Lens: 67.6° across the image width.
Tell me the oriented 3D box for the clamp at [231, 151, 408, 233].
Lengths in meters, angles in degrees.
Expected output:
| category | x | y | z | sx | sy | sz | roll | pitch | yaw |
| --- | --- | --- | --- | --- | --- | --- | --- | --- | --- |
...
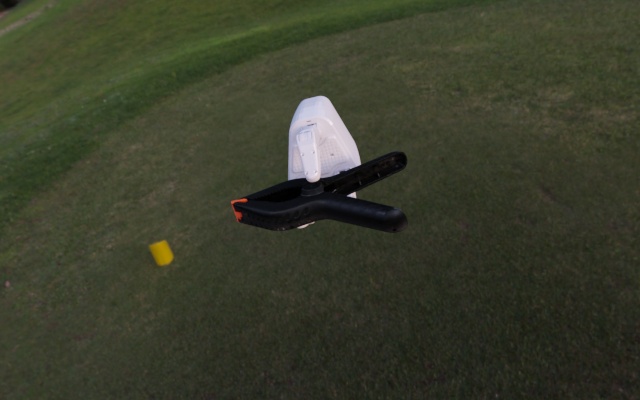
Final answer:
| category | x | y | z | sx | sy | sz | roll | pitch | yaw |
| --- | --- | --- | --- | --- | --- | --- | --- | --- | --- |
| clamp | -0.001 | 0.001 | 0.527 | 0.210 | 0.036 | 0.164 | -11 | 24 | 8 |
